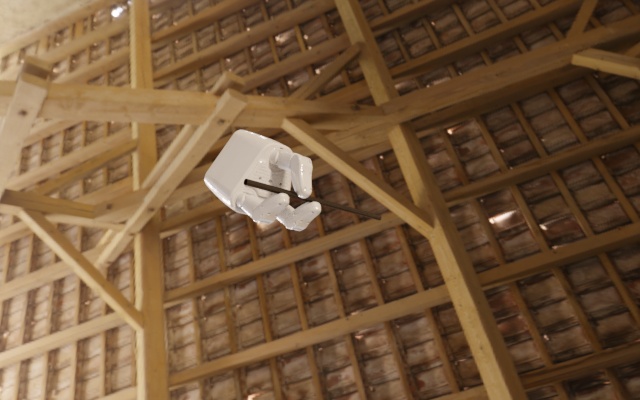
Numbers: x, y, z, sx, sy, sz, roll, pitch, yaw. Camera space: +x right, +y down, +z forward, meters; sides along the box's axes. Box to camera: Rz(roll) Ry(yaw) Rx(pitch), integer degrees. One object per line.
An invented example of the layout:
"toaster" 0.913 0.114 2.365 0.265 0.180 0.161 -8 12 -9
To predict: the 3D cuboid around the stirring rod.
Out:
"stirring rod" 0.000 0.002 0.642 0.239 0.011 0.011 15 -10 -40
